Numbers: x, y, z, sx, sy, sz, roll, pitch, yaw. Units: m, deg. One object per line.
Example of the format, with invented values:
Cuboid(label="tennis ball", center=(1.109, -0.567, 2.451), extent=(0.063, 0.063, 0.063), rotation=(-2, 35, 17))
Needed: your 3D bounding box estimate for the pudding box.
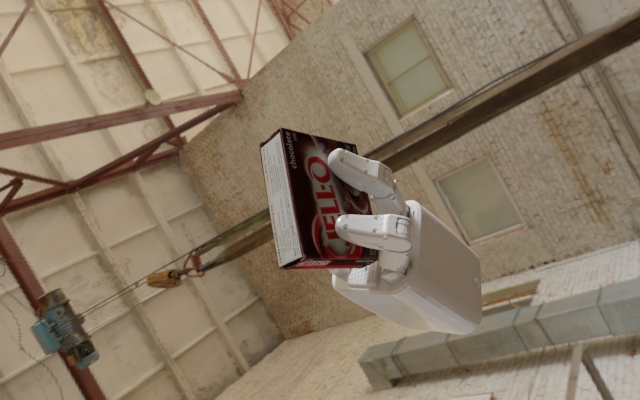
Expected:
Cuboid(label="pudding box", center=(0.000, 0.001, 0.405), extent=(0.090, 0.113, 0.039), rotation=(6, -27, -43))
